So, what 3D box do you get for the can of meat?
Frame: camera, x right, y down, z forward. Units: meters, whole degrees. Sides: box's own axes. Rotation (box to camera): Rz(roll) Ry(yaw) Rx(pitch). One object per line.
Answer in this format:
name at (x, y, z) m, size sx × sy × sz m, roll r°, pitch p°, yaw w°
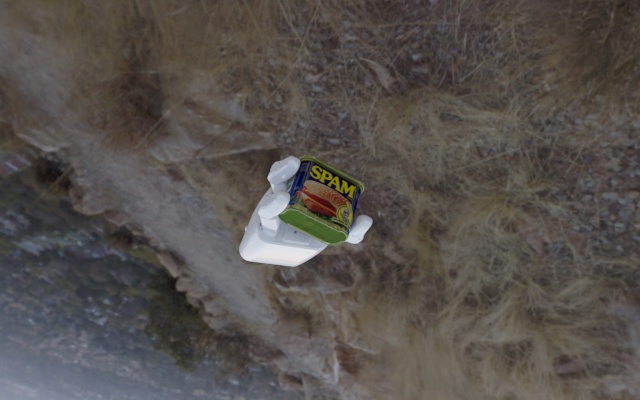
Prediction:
can of meat at (0.000, 0.002, 0.644) m, size 0.102 × 0.084 × 0.057 m, roll 28°, pitch -31°, yaw -17°
